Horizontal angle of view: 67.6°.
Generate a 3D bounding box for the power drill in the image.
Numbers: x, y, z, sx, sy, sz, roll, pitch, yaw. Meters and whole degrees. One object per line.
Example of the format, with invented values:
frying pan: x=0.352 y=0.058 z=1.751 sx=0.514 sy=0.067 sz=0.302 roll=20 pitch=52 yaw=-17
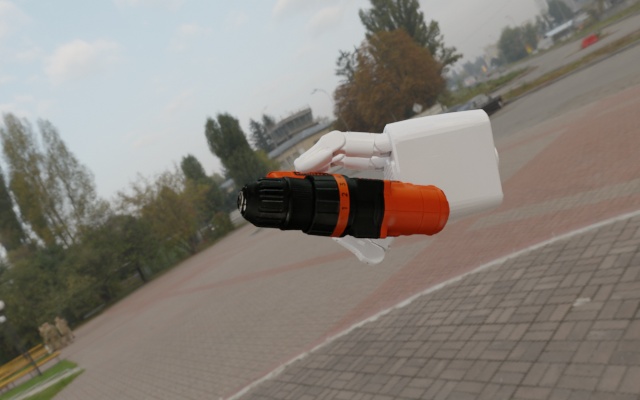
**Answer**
power drill: x=0.000 y=0.001 z=0.462 sx=0.184 sy=0.057 sz=0.187 roll=5 pitch=4 yaw=-20
